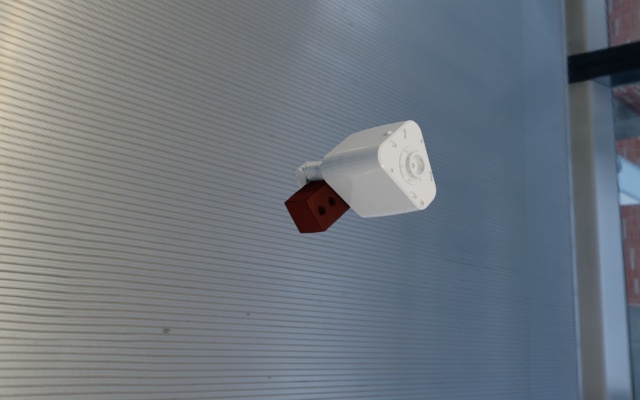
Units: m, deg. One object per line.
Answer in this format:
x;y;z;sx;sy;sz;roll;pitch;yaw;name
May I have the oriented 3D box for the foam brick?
0.000;0.002;0.659;0.051;0.053;0.078;-5;30;50;foam brick
